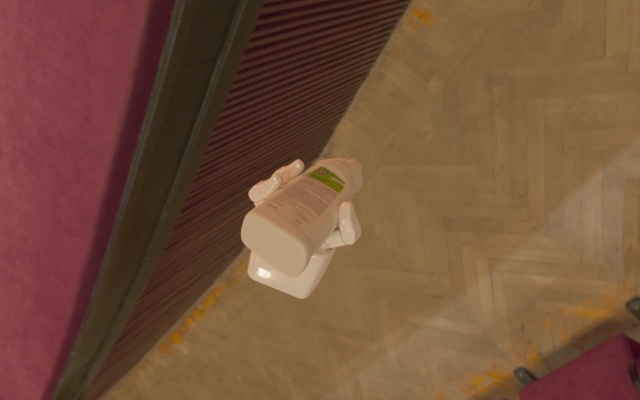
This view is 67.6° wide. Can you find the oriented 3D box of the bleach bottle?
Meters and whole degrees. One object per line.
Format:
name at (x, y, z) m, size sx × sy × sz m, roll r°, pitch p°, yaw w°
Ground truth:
bleach bottle at (0.000, 0.002, 0.685) m, size 0.102 × 0.068 × 0.250 m, roll 33°, pitch 39°, yaw 14°
